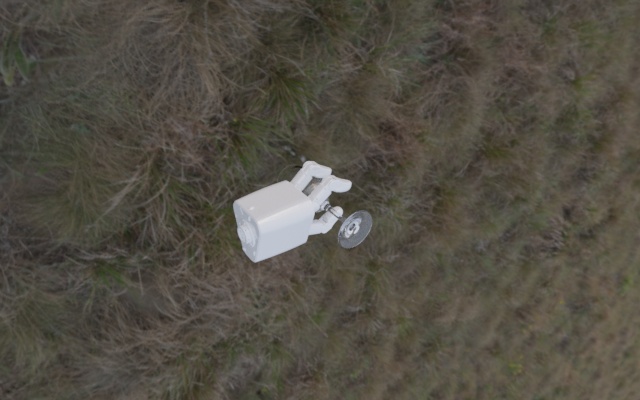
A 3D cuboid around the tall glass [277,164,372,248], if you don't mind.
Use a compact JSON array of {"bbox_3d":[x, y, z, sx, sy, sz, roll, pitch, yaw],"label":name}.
[{"bbox_3d":[0.001,0.003,0.871,0.079,0.079,0.201,0,28,-42],"label":"tall glass"}]
